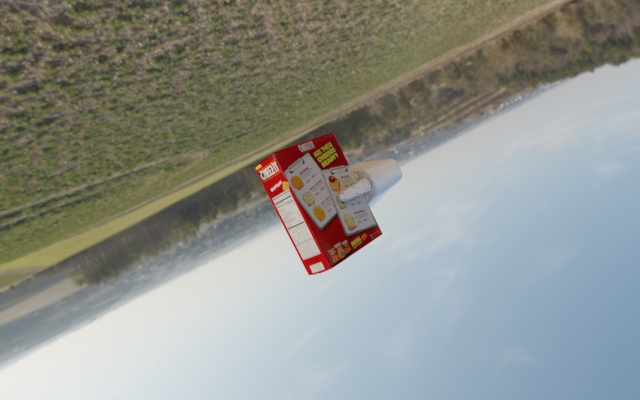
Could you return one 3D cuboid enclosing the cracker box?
[{"bbox_3d":[0.000,0.003,0.850,0.072,0.213,0.164,-27,0,44],"label":"cracker box"}]
